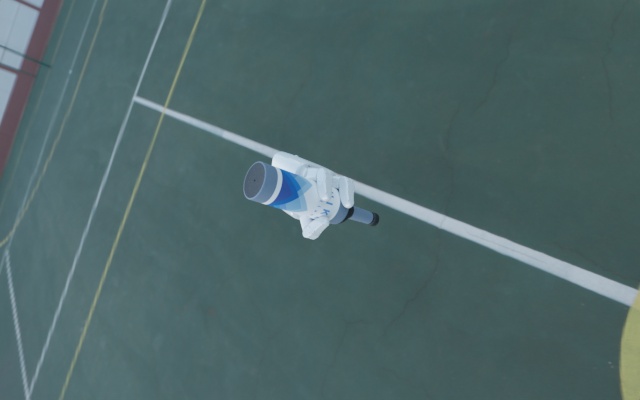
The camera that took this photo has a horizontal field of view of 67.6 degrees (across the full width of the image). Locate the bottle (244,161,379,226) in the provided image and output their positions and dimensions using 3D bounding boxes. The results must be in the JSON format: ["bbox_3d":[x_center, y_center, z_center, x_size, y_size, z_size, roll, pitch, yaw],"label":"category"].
[{"bbox_3d":[0.000,0.003,0.885,0.296,0.069,0.069,18,-12,-38],"label":"bottle"}]
